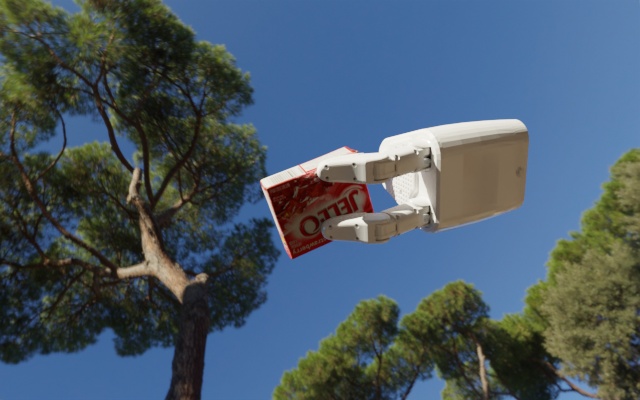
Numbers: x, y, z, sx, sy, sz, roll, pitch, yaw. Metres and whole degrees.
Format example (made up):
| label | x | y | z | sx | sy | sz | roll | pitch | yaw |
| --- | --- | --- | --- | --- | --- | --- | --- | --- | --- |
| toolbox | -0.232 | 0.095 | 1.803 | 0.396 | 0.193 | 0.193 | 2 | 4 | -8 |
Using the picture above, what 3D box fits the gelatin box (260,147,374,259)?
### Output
| label | x | y | z | sx | sy | sz | roll | pitch | yaw |
| --- | --- | --- | --- | --- | --- | --- | --- | --- | --- |
| gelatin box | 0.000 | 0.001 | 0.433 | 0.089 | 0.073 | 0.030 | -22 | 24 | -10 |
